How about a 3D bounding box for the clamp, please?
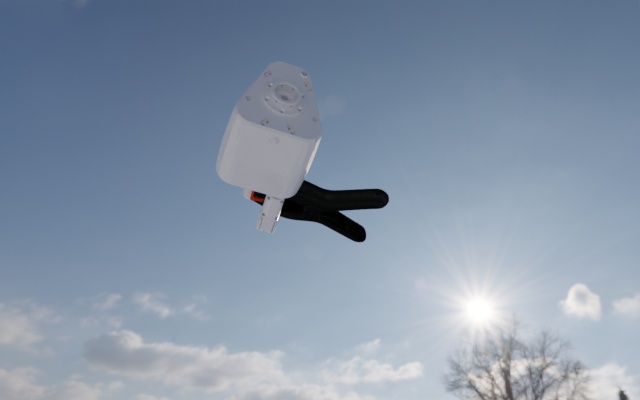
[{"bbox_3d":[0.000,0.001,0.607,0.171,0.039,0.120,16,-37,-12],"label":"clamp"}]
